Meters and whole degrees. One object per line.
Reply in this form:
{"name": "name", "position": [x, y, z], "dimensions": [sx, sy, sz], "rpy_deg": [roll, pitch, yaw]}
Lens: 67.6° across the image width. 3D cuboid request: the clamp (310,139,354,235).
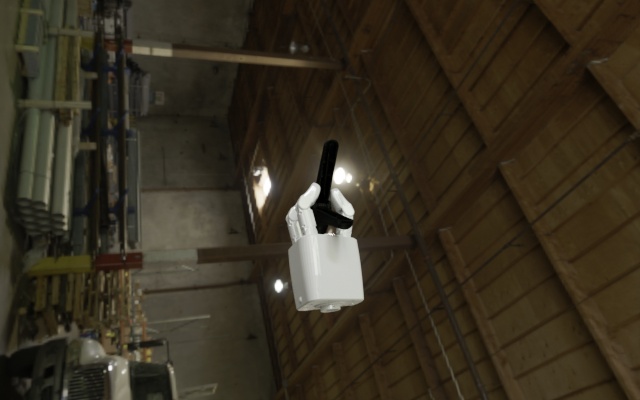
{"name": "clamp", "position": [0.001, 0.003, 0.846], "dimensions": [0.036, 0.164, 0.210], "rpy_deg": [3, -23, -20]}
